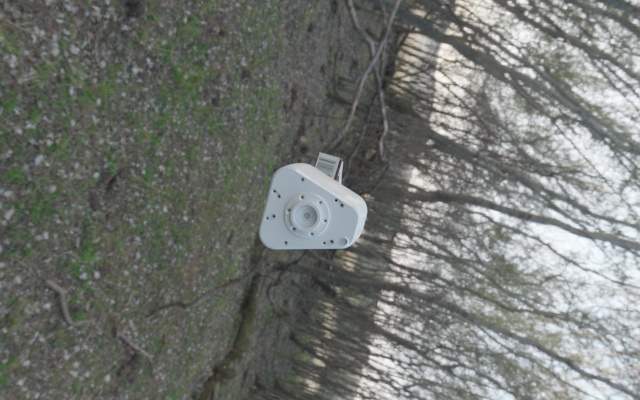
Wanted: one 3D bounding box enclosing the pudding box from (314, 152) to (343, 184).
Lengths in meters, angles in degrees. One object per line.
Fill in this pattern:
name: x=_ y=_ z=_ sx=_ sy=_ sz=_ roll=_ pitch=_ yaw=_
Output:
pudding box: x=0.000 y=0.002 z=0.684 sx=0.039 sy=0.113 sz=0.090 roll=16 pitch=-22 yaw=7
